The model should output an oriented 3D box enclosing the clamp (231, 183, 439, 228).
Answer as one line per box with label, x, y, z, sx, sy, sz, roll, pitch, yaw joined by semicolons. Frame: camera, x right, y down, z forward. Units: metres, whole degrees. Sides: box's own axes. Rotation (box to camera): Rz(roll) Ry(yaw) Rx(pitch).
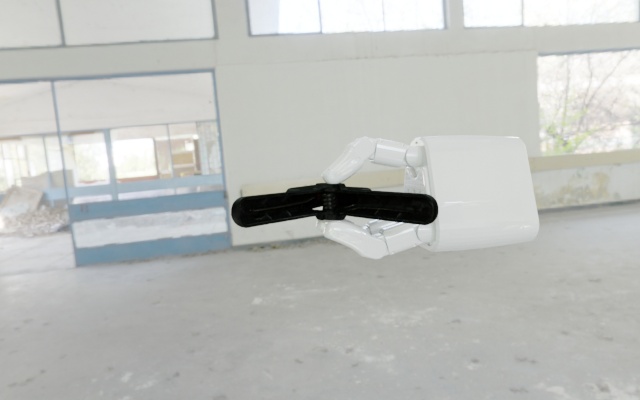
clamp;0.000;0.001;0.464;0.164;0.036;0.210;0;5;-8
